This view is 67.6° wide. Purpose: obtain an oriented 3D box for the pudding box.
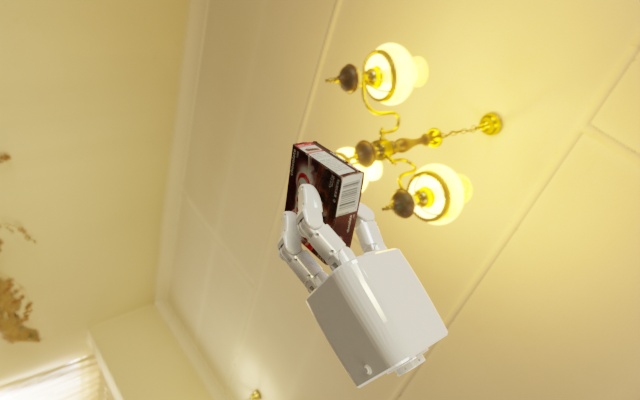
[{"bbox_3d":[0.000,0.002,0.538,0.039,0.113,0.090,-12,35,-38],"label":"pudding box"}]
